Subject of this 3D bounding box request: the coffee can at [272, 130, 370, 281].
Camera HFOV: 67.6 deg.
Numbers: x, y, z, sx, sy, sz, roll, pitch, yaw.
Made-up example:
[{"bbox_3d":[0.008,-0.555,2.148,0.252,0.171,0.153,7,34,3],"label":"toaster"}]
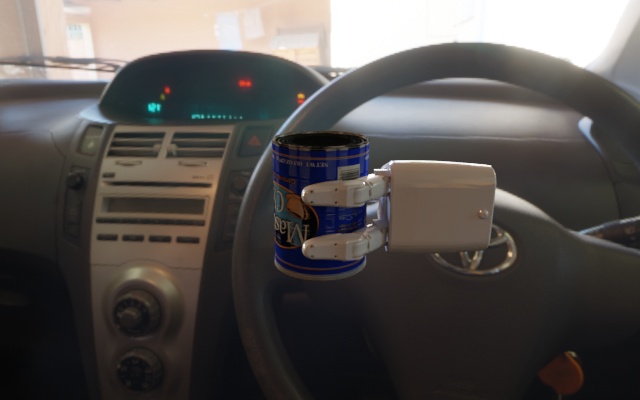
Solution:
[{"bbox_3d":[0.000,0.002,0.517,0.103,0.140,0.102,0,17,0],"label":"coffee can"}]
